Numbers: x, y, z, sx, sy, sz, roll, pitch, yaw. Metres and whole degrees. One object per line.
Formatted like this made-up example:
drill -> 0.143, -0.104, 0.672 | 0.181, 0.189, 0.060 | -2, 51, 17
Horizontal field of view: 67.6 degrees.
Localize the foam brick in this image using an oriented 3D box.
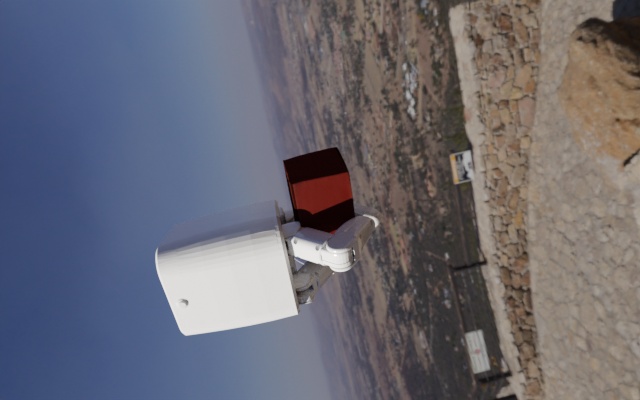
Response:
foam brick -> 0.000, 0.001, 0.426 | 0.051, 0.078, 0.053 | -12, 29, -4
